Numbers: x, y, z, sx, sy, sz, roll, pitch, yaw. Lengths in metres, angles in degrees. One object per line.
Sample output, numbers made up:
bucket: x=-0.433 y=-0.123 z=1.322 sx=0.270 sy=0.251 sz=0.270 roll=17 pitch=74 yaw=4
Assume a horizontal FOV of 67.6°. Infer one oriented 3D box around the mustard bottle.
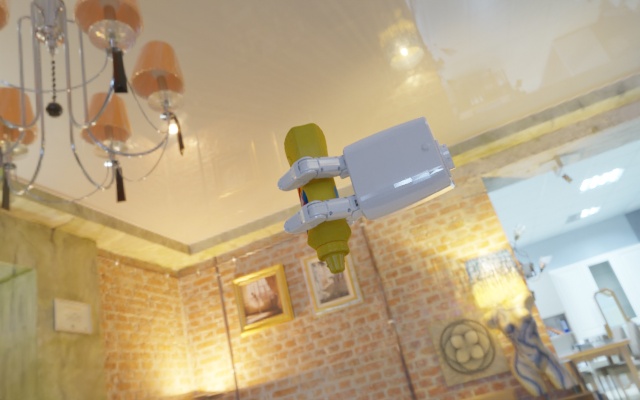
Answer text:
mustard bottle: x=0.000 y=0.002 z=0.622 sx=0.058 sy=0.191 sz=0.096 roll=-13 pitch=-23 yaw=-6
